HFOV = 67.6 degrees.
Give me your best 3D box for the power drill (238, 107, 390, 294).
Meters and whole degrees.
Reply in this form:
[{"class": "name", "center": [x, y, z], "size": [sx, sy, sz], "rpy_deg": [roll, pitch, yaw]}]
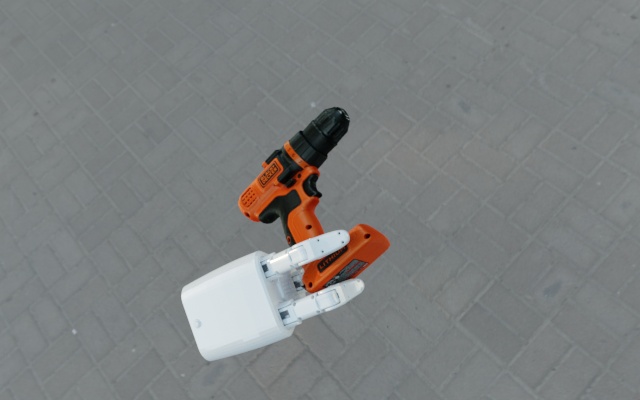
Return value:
[{"class": "power drill", "center": [0.000, 0.002, 0.567], "size": [0.184, 0.187, 0.057], "rpy_deg": [-46, -35, 17]}]
